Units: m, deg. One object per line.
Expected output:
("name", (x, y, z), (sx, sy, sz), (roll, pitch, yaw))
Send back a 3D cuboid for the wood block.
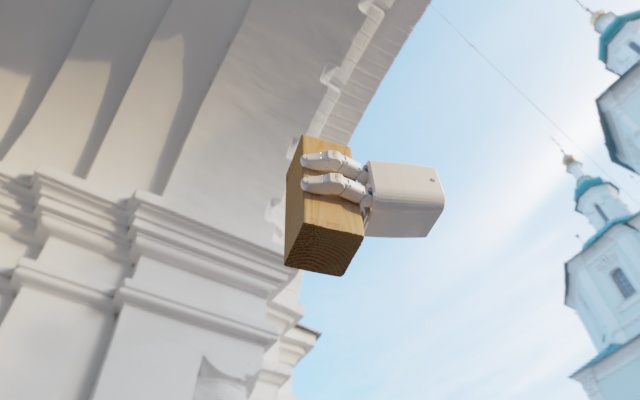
("wood block", (0.000, 0.003, 0.723), (0.090, 0.091, 0.206), (13, 39, -14))
